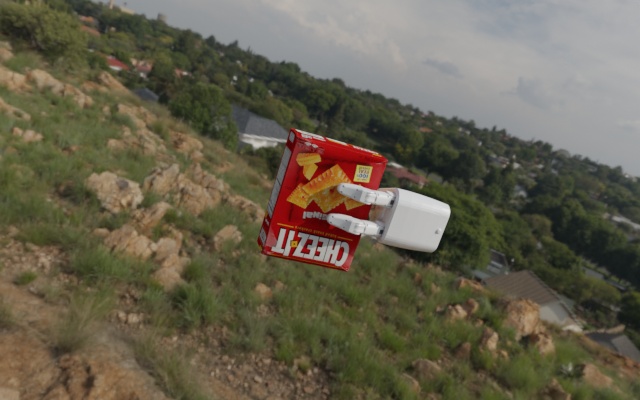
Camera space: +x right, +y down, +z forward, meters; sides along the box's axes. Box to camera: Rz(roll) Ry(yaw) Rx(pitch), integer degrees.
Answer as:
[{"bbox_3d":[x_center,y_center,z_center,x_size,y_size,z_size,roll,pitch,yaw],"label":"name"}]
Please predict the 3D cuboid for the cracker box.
[{"bbox_3d":[0.000,0.002,0.820,0.164,0.214,0.072,14,14,-17],"label":"cracker box"}]
